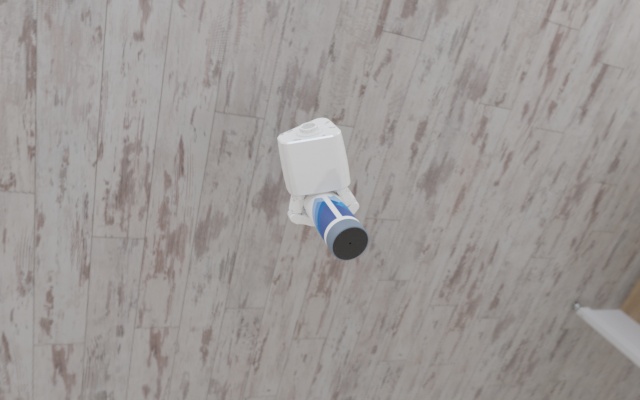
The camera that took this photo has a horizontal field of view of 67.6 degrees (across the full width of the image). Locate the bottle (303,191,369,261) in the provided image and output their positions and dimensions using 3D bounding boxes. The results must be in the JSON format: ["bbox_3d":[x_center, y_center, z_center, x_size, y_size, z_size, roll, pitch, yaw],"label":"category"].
[{"bbox_3d":[0.000,0.003,0.892,0.069,0.069,0.295,0,27,-22],"label":"bottle"}]
